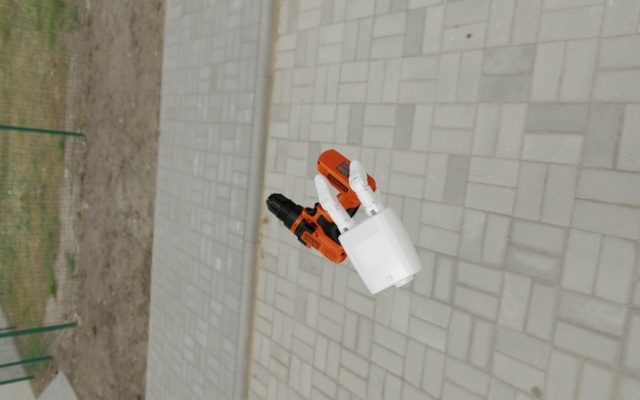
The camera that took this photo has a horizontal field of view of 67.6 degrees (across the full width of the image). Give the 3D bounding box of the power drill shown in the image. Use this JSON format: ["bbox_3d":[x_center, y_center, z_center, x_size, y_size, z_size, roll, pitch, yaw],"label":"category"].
[{"bbox_3d":[0.000,0.003,0.836,0.184,0.188,0.057,36,43,8],"label":"power drill"}]
